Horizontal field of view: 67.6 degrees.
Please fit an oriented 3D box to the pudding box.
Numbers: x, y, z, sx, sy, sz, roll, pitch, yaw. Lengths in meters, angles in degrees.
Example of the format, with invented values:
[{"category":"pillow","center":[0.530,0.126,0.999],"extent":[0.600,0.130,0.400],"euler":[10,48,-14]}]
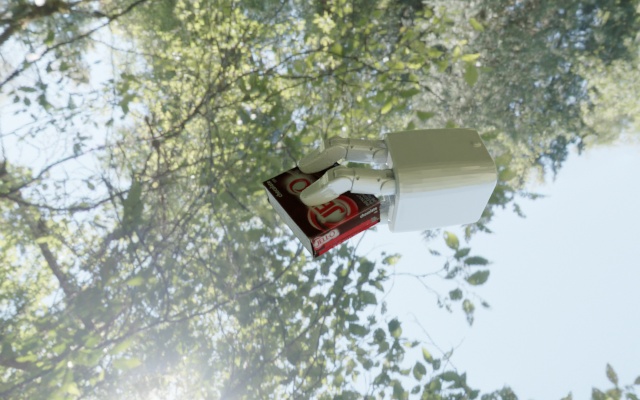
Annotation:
[{"category":"pudding box","center":[0.000,0.002,0.540],"extent":[0.090,0.039,0.113],"euler":[-27,45,-19]}]
